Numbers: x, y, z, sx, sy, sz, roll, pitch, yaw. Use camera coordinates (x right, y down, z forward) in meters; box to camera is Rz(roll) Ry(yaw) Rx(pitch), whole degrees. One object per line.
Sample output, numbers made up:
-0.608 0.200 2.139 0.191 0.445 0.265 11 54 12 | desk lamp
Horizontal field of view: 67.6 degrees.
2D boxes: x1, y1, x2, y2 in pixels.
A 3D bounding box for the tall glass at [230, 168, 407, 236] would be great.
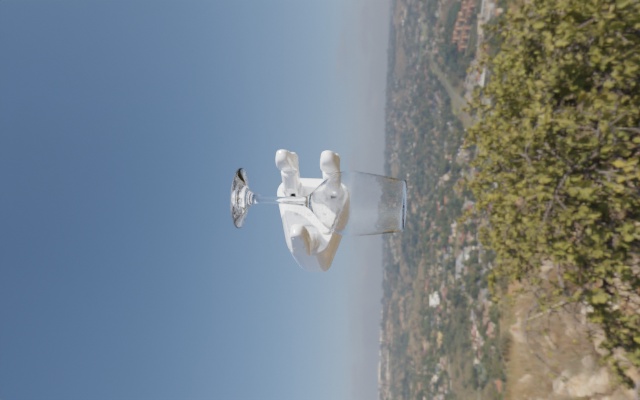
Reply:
-0.001 0.002 0.572 0.201 0.079 0.079 3 0 7 | tall glass
